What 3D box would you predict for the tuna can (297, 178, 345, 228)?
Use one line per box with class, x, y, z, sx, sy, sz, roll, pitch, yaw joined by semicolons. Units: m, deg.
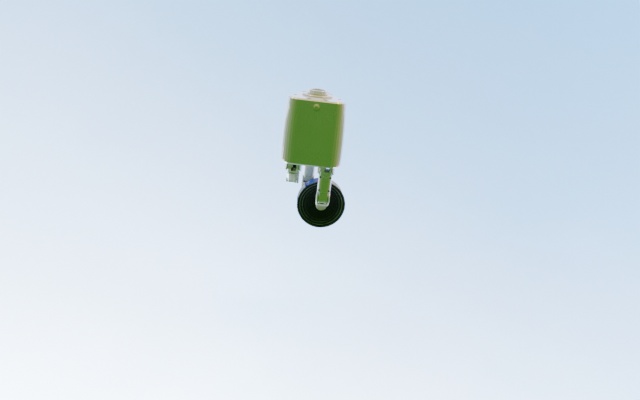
tuna can;0.000;0.003;0.856;0.086;0.086;0.033;0;18;-3
